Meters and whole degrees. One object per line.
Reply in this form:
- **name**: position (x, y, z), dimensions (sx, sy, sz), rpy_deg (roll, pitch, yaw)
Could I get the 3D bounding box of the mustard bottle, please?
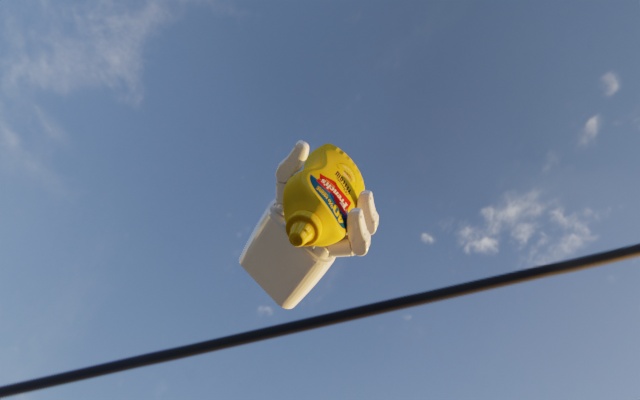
- **mustard bottle**: position (0.000, 0.002, 0.593), dimensions (0.058, 0.096, 0.191), rpy_deg (-27, 15, 28)
